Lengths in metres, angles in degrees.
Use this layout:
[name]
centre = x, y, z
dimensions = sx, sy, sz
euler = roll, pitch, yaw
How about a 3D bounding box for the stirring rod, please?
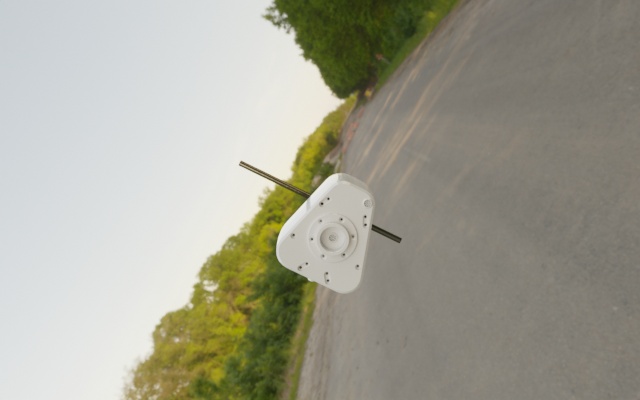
[stirring rod]
centre = 0.000, 0.002, 0.643
dimensions = 0.239, 0.011, 0.011
euler = 26, -1, -1
